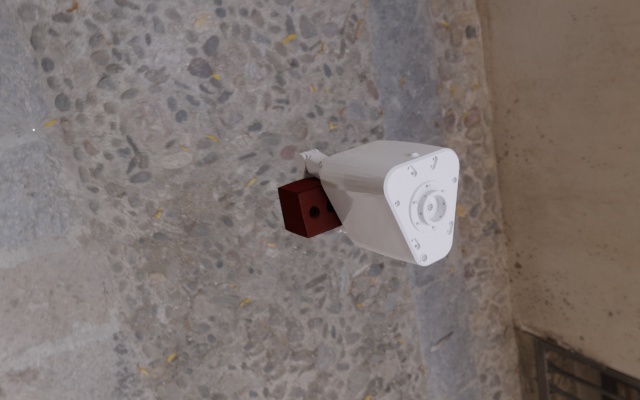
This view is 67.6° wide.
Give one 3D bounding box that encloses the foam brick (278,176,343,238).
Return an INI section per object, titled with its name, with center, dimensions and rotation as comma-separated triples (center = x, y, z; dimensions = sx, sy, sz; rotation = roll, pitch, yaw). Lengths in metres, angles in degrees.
[foam brick]
center = 0.000, 0.002, 0.535
dimensions = 0.078, 0.053, 0.051
rotation = -20, 19, -26
